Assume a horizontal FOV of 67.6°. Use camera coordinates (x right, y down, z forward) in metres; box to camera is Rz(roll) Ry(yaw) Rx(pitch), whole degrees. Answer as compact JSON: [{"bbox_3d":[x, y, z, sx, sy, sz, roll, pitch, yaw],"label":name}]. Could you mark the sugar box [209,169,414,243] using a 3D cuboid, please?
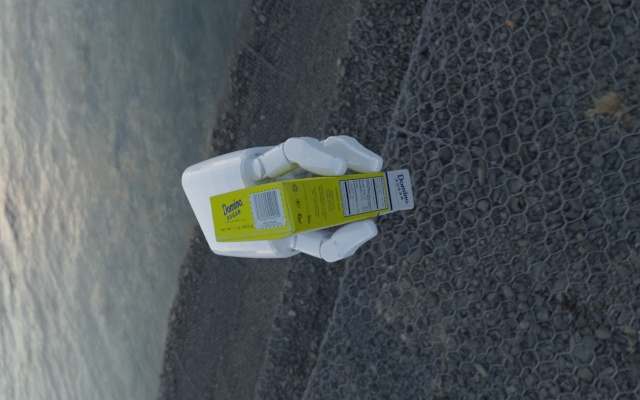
[{"bbox_3d":[0.000,0.001,0.434,0.093,0.048,0.176,-8,3,41],"label":"sugar box"}]
